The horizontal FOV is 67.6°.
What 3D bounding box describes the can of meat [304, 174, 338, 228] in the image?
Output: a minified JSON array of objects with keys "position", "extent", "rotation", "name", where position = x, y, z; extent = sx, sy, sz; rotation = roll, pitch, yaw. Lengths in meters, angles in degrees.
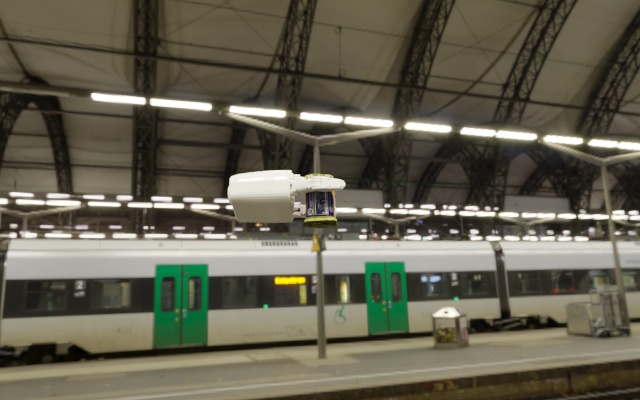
[{"position":[0.000,0.003,0.875],"extent":[0.057,0.084,0.102],"rotation":[-3,-11,3],"name":"can of meat"}]
